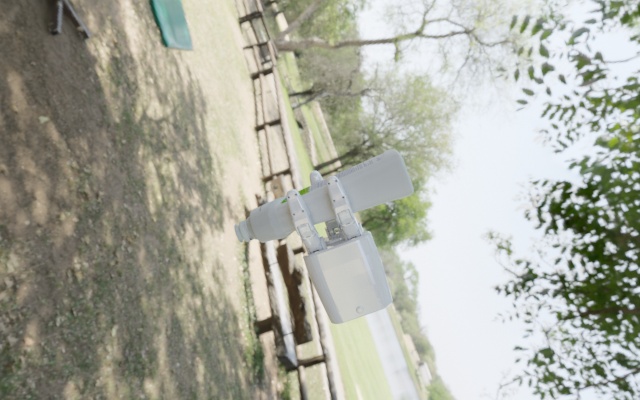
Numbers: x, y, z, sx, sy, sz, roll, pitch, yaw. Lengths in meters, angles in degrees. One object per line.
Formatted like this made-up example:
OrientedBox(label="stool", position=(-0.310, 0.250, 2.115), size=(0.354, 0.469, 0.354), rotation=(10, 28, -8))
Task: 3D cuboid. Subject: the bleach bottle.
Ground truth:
OrientedBox(label="bleach bottle", position=(0.000, 0.002, 0.678), size=(0.251, 0.068, 0.102), rotation=(-21, 6, 5))
